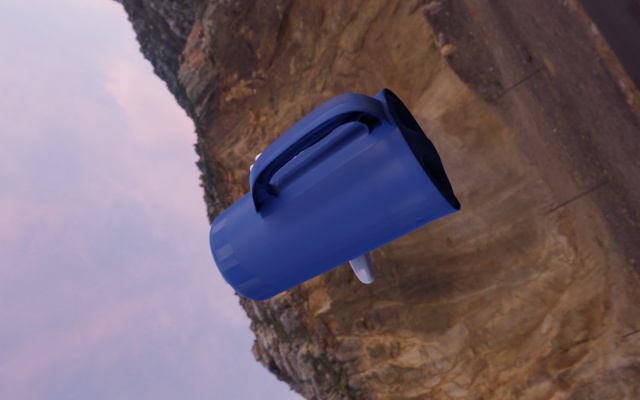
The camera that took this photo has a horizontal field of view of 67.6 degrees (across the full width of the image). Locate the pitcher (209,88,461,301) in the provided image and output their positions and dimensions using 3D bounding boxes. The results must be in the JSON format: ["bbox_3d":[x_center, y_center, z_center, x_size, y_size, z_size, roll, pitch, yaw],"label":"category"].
[{"bbox_3d":[0.000,0.002,0.481,0.243,0.149,0.145,-32,6,21],"label":"pitcher"}]
